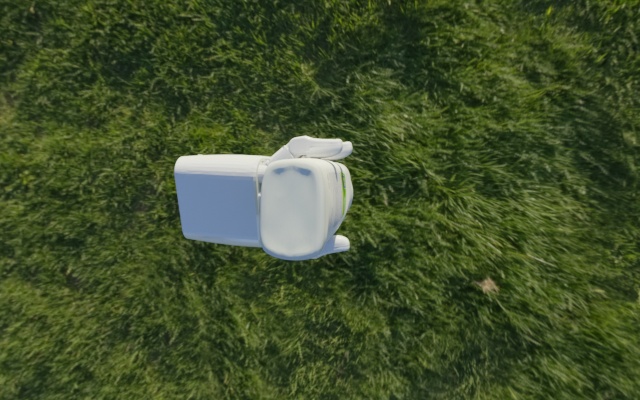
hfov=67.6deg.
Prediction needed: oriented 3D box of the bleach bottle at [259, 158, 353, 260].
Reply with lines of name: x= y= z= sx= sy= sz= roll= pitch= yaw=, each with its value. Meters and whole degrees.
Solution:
bleach bottle: x=0.000 y=0.002 z=0.579 sx=0.068 sy=0.102 sz=0.251 roll=3 pitch=3 yaw=13
